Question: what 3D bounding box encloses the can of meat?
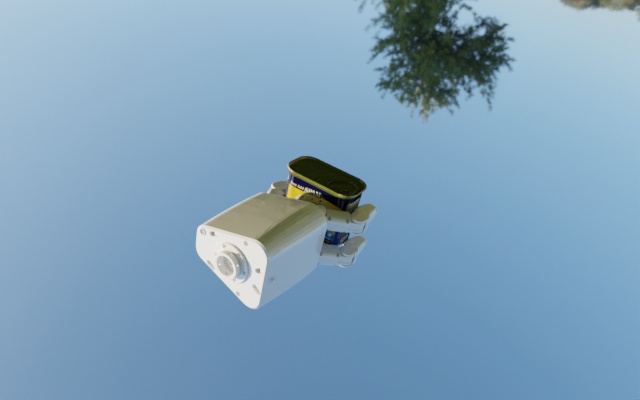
[{"bbox_3d":[0.000,0.002,0.625,0.102,0.084,0.057,27,33,21],"label":"can of meat"}]
